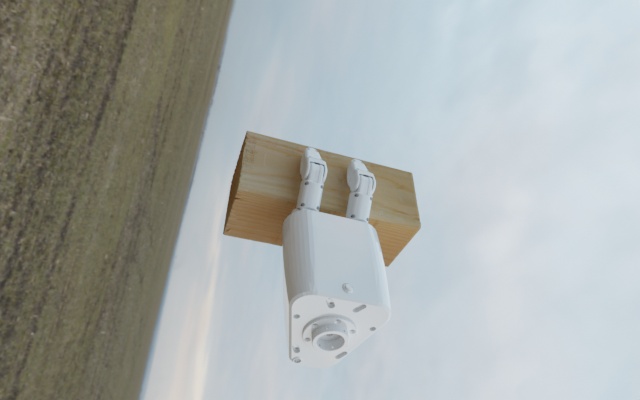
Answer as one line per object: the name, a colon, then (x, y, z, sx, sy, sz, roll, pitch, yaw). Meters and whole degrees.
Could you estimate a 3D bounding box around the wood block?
wood block: (0.000, 0.002, 0.562, 0.206, 0.090, 0.091, 13, -42, -15)
